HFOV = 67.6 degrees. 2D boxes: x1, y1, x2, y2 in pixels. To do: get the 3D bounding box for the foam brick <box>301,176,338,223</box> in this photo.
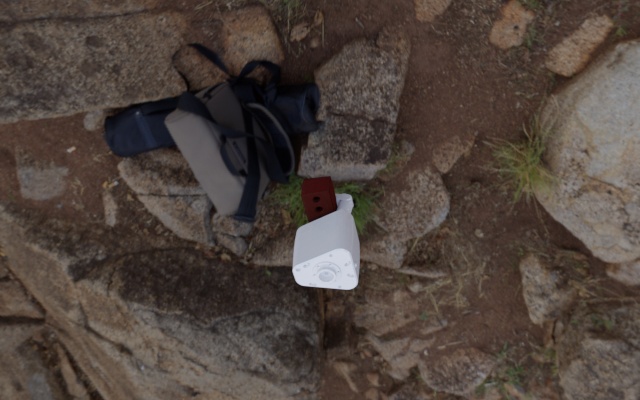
[{"bbox_3d":[0.000,0.003,0.870,0.053,0.078,0.051,-9,33,11],"label":"foam brick"}]
